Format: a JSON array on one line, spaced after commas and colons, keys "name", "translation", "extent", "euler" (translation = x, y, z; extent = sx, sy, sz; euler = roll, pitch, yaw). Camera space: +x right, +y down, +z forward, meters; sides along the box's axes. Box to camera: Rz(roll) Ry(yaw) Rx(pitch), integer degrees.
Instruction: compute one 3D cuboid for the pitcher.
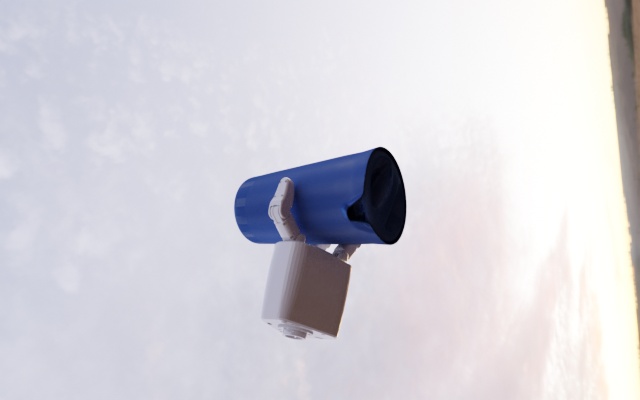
[{"name": "pitcher", "translation": [0.000, 0.002, 0.711], "extent": [0.243, 0.145, 0.149], "euler": [-6, -31, 33]}]
